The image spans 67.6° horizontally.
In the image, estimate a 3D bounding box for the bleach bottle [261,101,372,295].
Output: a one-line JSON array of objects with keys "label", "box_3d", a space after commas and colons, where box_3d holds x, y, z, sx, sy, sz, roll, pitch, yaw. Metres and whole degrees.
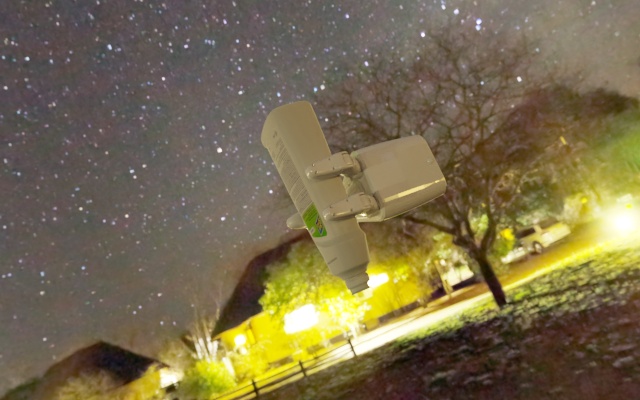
[{"label": "bleach bottle", "box_3d": [0.000, 0.002, 0.620, 0.068, 0.250, 0.103, -19, -13, -19]}]
